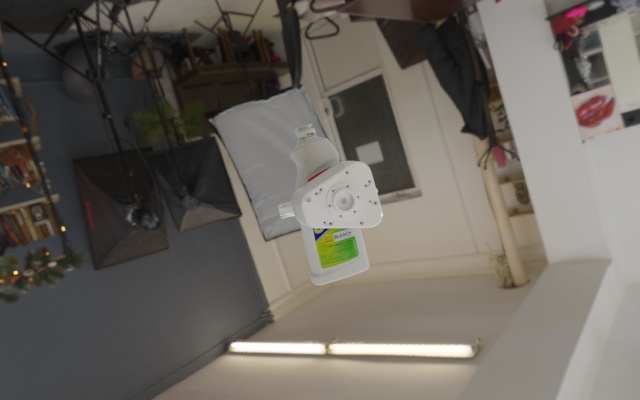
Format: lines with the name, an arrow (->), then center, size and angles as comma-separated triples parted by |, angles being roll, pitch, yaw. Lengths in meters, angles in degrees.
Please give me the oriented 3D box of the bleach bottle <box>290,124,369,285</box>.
bleach bottle -> 0.000, 0.003, 0.780 | 0.102, 0.251, 0.068 | -17, 5, -7
